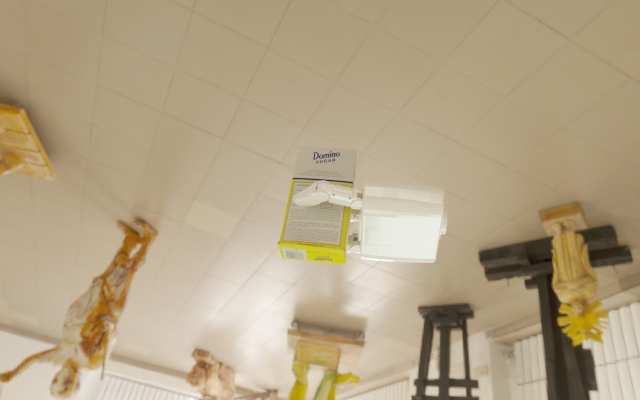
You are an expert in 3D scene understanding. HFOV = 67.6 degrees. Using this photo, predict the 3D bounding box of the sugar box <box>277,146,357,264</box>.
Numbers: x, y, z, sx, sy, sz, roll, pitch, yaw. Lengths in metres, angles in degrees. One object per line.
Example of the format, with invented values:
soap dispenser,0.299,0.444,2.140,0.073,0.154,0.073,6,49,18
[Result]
sugar box,0.000,0.003,0.696,0.093,0.176,0.048,5,-36,8
